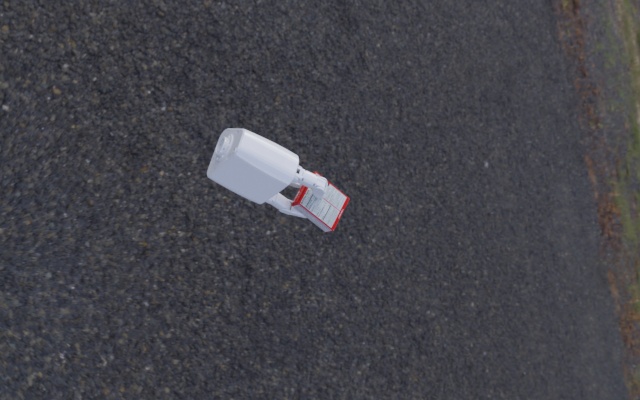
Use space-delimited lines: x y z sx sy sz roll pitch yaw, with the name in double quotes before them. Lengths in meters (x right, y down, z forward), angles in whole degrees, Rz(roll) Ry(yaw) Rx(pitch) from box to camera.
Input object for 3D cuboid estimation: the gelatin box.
"gelatin box" 0.001 0.003 0.861 0.089 0.073 0.030 38 -27 -21
